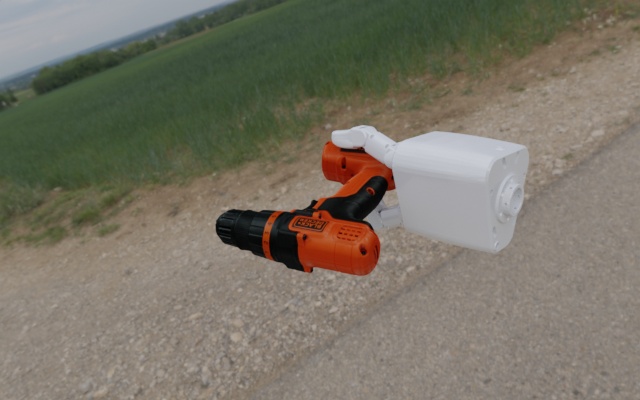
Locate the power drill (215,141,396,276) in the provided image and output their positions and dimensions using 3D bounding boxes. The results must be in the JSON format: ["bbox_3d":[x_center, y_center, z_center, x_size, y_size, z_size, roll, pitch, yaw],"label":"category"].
[{"bbox_3d":[0.001,0.001,0.532,0.184,0.057,0.187,10,40,25],"label":"power drill"}]
